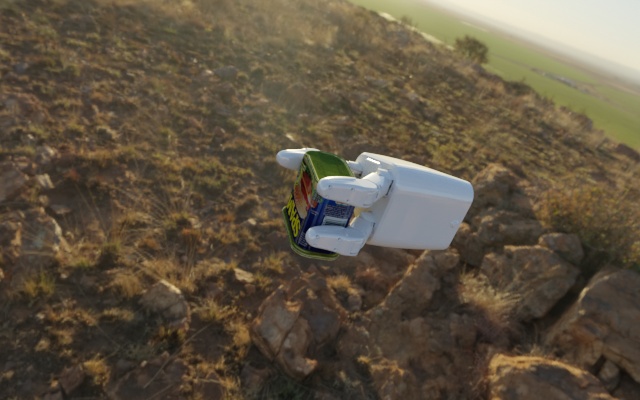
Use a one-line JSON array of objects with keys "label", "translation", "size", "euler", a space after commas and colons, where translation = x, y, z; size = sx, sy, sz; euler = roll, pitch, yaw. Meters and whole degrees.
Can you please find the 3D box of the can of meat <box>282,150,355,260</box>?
[{"label": "can of meat", "translation": [0.000, 0.001, 0.530], "size": [0.057, 0.084, 0.102], "euler": [11, 28, -19]}]
